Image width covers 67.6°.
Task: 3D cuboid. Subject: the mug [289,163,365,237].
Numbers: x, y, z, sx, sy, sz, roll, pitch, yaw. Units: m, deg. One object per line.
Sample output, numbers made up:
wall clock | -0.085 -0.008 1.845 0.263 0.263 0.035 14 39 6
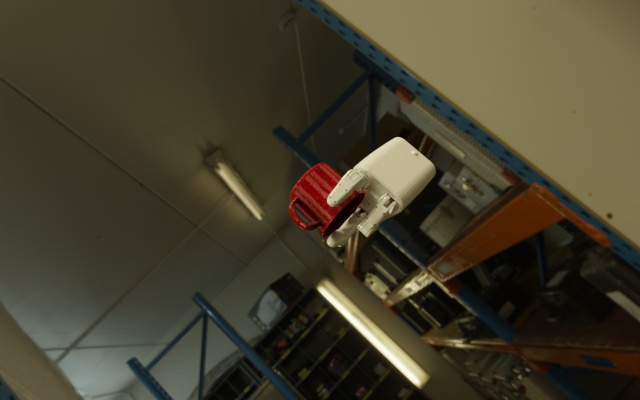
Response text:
mug | -0.001 0.003 0.733 0.117 0.081 0.093 -37 -16 -34
